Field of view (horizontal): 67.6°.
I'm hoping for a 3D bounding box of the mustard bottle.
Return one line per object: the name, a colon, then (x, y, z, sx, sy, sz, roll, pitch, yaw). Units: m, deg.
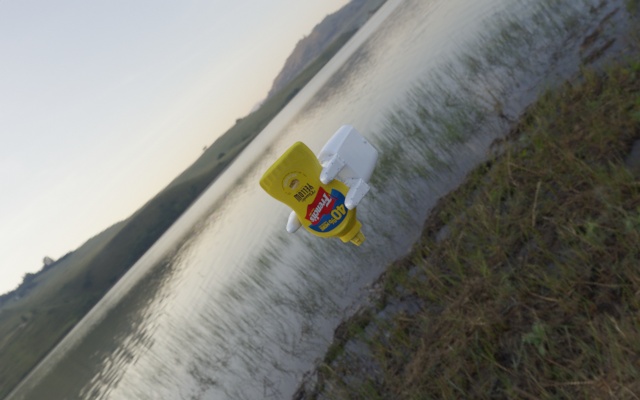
mustard bottle: (0.000, 0.002, 0.768, 0.096, 0.191, 0.058, -43, 11, 17)
